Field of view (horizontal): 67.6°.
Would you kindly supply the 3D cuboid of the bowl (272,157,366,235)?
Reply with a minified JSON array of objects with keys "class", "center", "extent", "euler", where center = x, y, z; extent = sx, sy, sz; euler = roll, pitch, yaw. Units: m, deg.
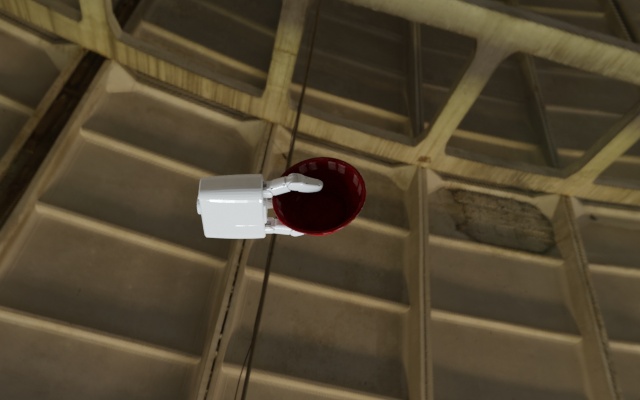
[{"class":"bowl","center":[0.001,0.003,0.828],"extent":[0.162,0.162,0.055],"euler":[0,-35,10]}]
